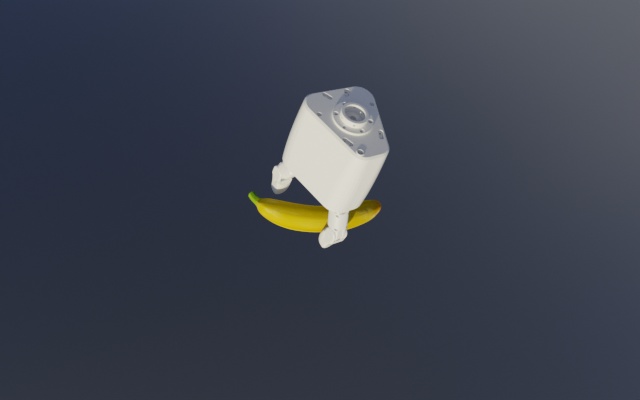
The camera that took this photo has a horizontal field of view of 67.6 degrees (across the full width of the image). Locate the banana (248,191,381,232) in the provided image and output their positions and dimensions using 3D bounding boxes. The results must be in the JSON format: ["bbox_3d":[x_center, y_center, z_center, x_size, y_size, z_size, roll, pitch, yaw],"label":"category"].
[{"bbox_3d":[-0.002,0.016,0.678,0.198,0.069,0.037,6,-43,-12],"label":"banana"}]
